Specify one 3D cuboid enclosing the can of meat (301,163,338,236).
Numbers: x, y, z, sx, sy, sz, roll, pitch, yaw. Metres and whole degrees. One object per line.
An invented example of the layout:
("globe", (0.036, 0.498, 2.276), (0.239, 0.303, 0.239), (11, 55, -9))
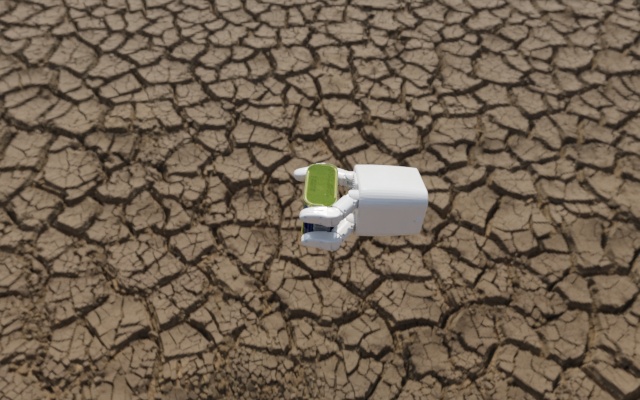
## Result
("can of meat", (0.000, 0.002, 0.768), (0.057, 0.102, 0.084), (4, -44, 0))
